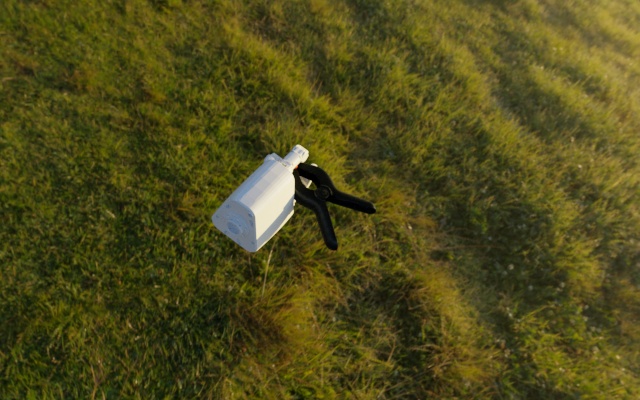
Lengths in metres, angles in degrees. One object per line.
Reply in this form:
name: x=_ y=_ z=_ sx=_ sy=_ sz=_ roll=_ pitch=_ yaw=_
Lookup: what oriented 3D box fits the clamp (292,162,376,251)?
clamp: x=0.000 y=0.002 z=0.805 sx=0.171 sy=0.120 sz=0.039 roll=35 pitch=-39 yaw=6
